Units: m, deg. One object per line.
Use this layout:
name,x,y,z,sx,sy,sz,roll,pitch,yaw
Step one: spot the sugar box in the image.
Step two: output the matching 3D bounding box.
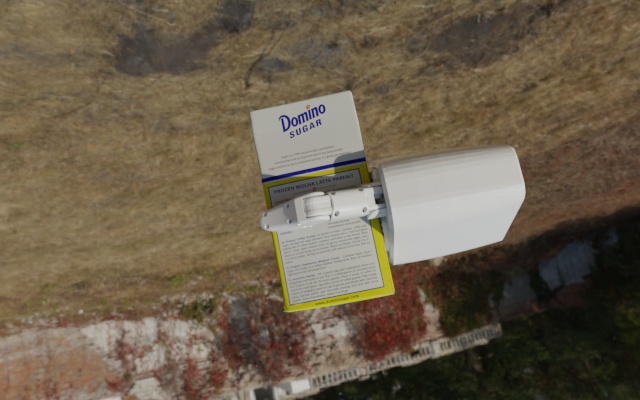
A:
sugar box,0.000,0.002,0.415,0.093,0.176,0.048,-11,-11,3
